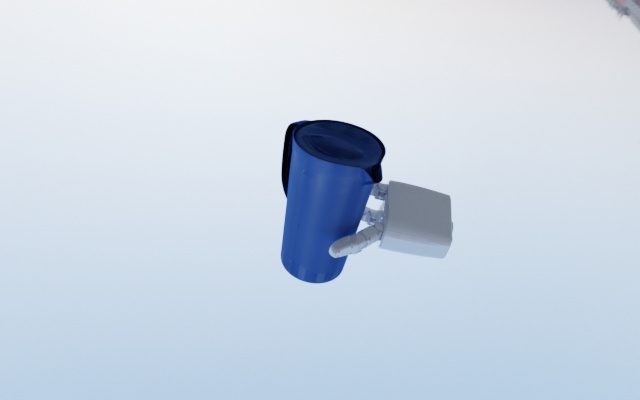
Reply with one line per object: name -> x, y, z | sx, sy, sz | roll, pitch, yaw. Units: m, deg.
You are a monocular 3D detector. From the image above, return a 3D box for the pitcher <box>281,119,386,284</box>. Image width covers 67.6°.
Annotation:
pitcher -> 0.000, 0.002, 0.739 | 0.145, 0.243, 0.149 | 10, 34, -5
